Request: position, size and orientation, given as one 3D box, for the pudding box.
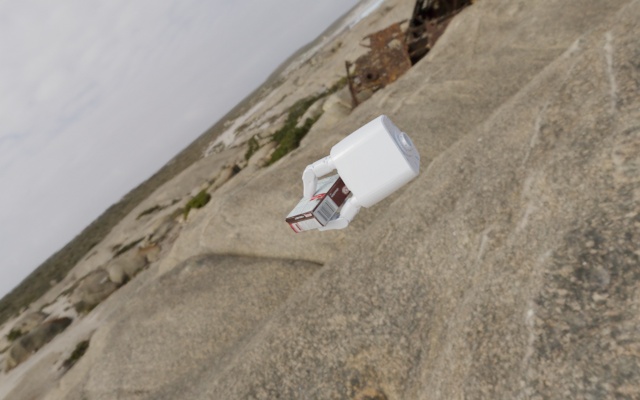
[{"bbox_3d":[0.000,0.003,0.850,0.090,0.039,0.113,-18,26,53],"label":"pudding box"}]
